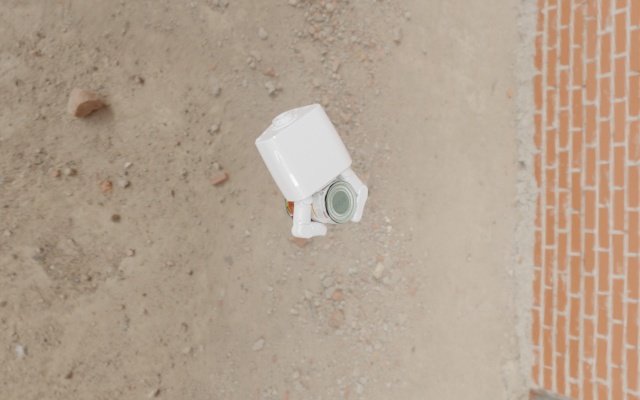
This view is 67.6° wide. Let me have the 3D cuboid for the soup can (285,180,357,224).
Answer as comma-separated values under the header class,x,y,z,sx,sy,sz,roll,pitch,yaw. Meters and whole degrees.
class,x,y,z,sx,sy,sz,roll,pitch,yaw
soup can,0.000,0.003,0.763,0.068,0.068,0.102,0,0,-41
